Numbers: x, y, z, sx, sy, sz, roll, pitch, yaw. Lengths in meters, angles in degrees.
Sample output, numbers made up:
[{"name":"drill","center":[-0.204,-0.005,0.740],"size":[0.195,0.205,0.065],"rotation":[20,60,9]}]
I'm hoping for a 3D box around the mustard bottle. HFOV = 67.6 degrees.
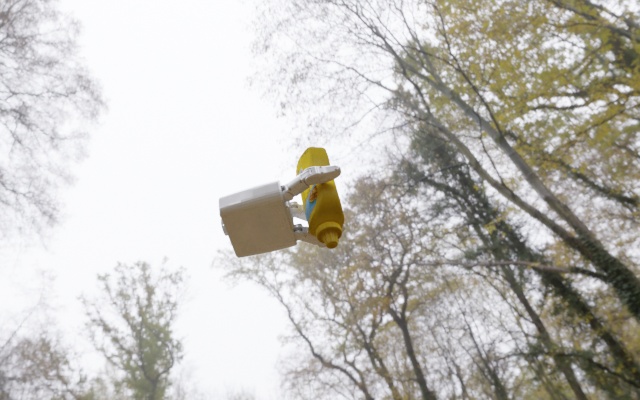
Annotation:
[{"name":"mustard bottle","center":[0.000,0.002,0.802],"size":[0.058,0.096,0.191],"rotation":[3,44,-17]}]
